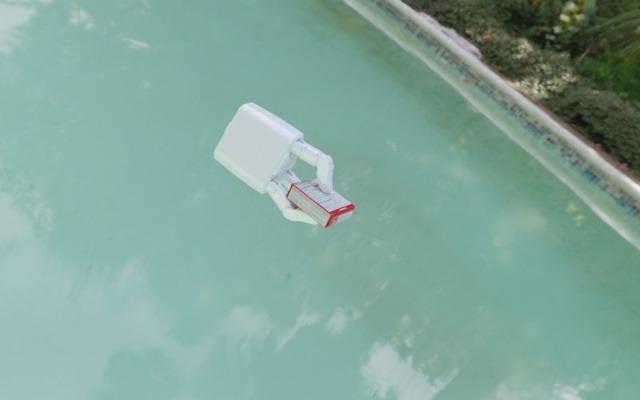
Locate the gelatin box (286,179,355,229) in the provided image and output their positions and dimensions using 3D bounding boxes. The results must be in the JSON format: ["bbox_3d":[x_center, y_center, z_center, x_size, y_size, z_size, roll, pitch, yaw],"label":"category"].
[{"bbox_3d":[0.001,0.002,0.767,0.089,0.030,0.073,37,27,22],"label":"gelatin box"}]
